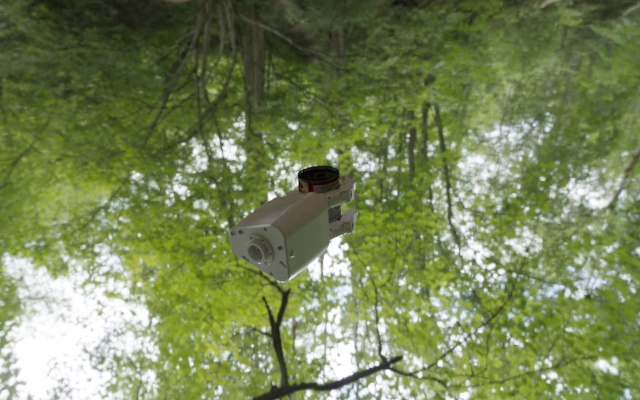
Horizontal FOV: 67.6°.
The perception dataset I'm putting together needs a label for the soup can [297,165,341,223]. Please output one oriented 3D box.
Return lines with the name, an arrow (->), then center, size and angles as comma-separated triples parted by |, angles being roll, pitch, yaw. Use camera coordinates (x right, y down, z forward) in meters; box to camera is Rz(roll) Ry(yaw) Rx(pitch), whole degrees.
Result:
soup can -> 0.000, 0.003, 0.777 | 0.068, 0.102, 0.068 | -4, 25, 2
